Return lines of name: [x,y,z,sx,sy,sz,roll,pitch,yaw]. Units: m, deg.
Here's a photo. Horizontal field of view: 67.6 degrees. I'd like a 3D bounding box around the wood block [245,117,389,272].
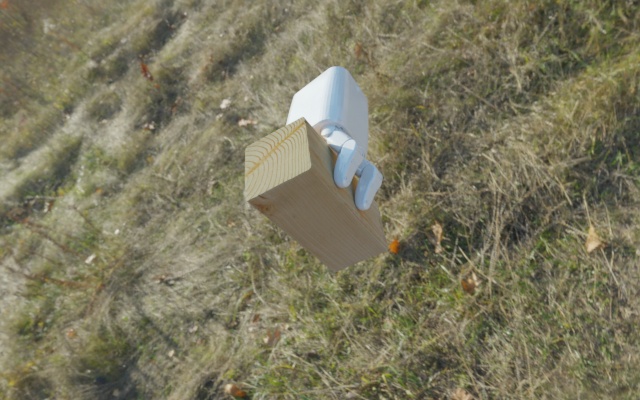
wood block: [0.000,0.002,0.624,0.091,0.090,0.206,-25,-42,20]
